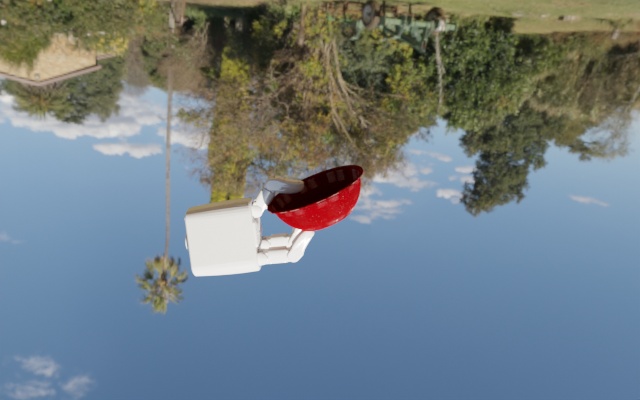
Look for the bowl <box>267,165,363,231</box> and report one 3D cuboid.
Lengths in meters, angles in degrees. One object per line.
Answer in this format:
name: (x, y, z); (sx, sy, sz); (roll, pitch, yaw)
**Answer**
bowl: (0.001, 0.002, 0.749); (0.162, 0.055, 0.162); (-21, 17, 7)
